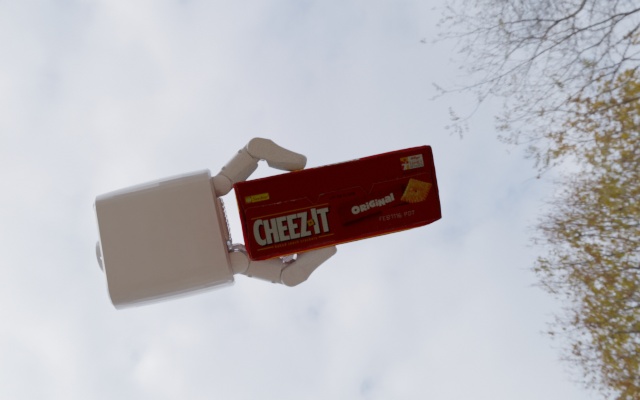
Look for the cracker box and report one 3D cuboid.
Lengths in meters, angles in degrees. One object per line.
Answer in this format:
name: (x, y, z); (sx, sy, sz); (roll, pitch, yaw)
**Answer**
cracker box: (0.000, 0.001, 0.478); (0.164, 0.072, 0.213); (-12, 3, -9)
